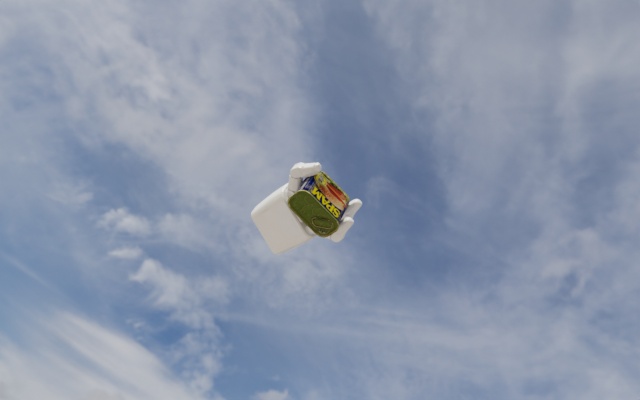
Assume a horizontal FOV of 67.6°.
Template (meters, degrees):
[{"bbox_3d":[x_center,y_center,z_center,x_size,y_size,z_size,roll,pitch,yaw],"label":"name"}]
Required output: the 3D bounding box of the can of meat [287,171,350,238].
[{"bbox_3d":[0.000,0.003,0.882,0.057,0.102,0.084,-35,15,37],"label":"can of meat"}]
